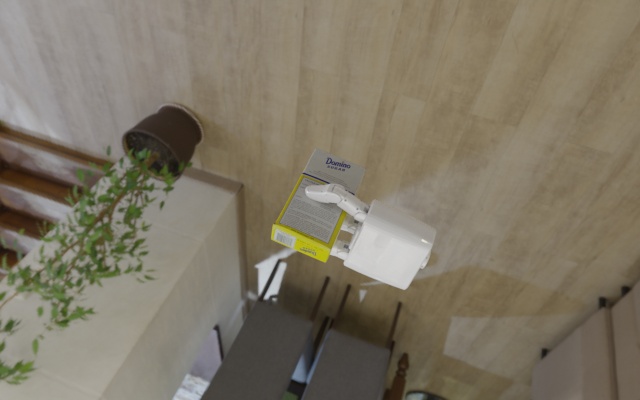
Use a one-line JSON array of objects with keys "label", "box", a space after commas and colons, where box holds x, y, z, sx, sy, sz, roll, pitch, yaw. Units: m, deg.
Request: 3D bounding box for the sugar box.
[{"label": "sugar box", "box": [0.000, 0.003, 0.751, 0.093, 0.176, 0.048, 24, -40, 4]}]
